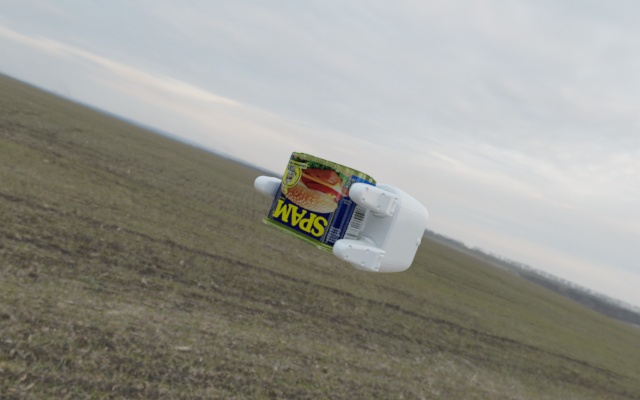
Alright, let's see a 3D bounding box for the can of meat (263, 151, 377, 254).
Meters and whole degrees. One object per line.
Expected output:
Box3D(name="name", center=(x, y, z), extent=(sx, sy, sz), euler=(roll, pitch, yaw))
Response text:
Box3D(name="can of meat", center=(0.000, 0.001, 0.495), extent=(0.102, 0.084, 0.057), euler=(22, 1, 36))
